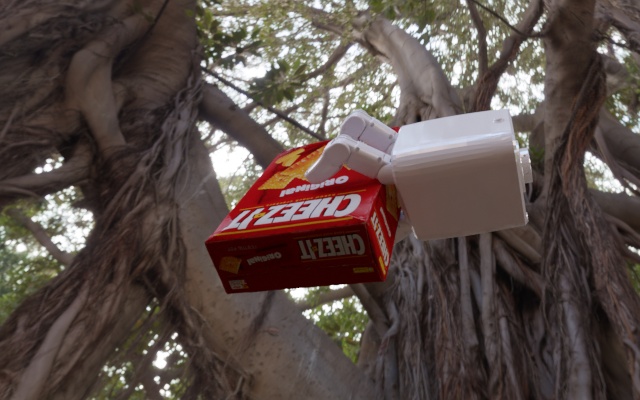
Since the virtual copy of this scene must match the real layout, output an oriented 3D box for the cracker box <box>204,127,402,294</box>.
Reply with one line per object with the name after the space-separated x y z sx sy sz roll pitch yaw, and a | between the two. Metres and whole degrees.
0.000 0.002 0.512 0.164 0.072 0.213 -9 26 22 | cracker box
